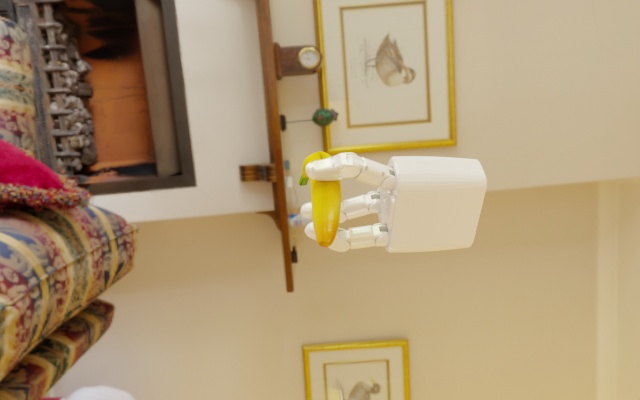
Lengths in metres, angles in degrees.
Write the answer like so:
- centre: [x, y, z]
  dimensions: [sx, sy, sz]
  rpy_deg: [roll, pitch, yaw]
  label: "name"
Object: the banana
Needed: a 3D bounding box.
- centre: [0.002, -0.017, 0.581]
  dimensions: [0.037, 0.070, 0.197]
  rpy_deg: [4, 22, -9]
  label: "banana"
